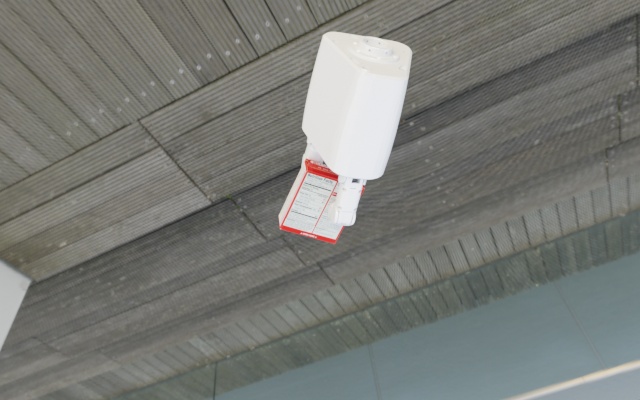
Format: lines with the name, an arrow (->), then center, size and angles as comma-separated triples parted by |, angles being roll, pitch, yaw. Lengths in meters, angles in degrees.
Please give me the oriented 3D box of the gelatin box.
gelatin box -> 0.000, 0.002, 0.560 | 0.073, 0.089, 0.030 | 16, 29, -18
